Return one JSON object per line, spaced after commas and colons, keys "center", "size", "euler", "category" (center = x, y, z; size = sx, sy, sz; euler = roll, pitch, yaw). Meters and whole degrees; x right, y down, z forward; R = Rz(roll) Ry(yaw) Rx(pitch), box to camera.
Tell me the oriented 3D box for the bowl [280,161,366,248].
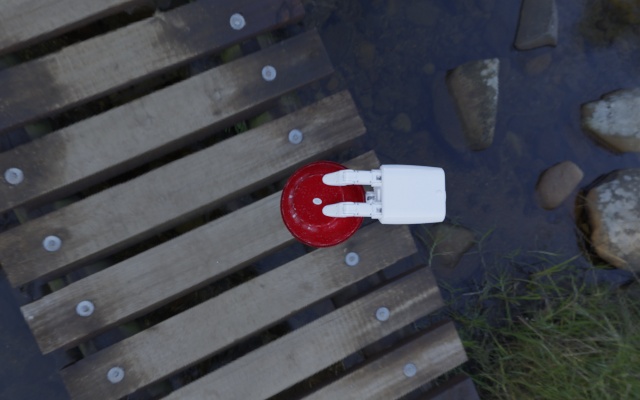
{"center": [-0.001, 0.003, 0.855], "size": [0.162, 0.162, 0.055], "euler": [0, -7, 9], "category": "bowl"}
